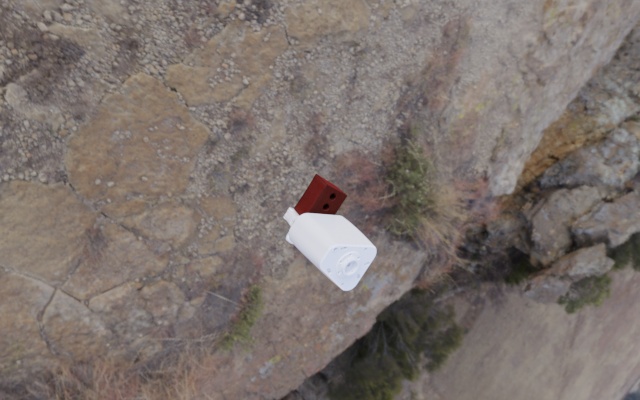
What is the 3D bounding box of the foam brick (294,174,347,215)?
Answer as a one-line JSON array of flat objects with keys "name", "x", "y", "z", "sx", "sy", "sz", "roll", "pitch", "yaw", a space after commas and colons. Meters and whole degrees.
[{"name": "foam brick", "x": 0.000, "y": 0.003, "z": 0.864, "sx": 0.053, "sy": 0.078, "sz": 0.051, "roll": 28, "pitch": 8, "yaw": -34}]
